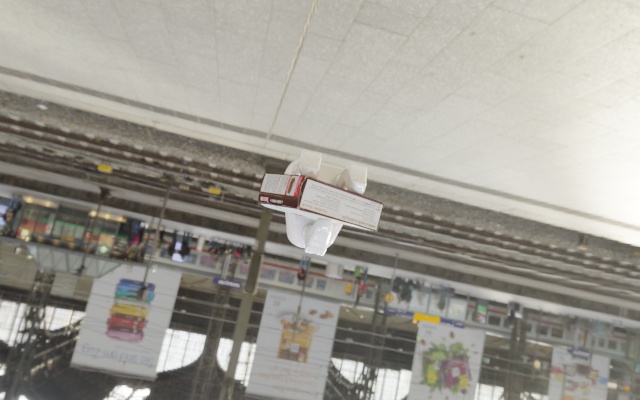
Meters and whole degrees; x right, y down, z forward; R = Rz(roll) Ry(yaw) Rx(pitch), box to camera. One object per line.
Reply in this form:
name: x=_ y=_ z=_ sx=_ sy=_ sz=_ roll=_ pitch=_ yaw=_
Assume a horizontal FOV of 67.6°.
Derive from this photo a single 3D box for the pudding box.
pudding box: x=0.000 y=0.002 z=0.534 sx=0.113 sy=0.039 sz=0.090 roll=15 pitch=-5 yaw=-35
